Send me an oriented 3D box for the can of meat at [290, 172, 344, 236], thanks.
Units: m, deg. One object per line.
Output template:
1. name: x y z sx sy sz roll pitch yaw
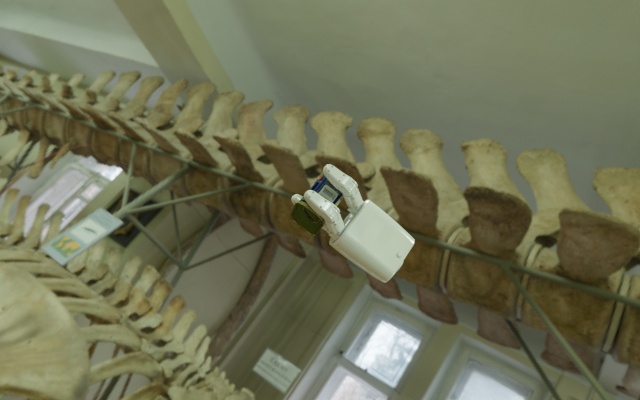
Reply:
1. can of meat: 0.000 0.002 0.797 0.057 0.084 0.102 38 -22 3
